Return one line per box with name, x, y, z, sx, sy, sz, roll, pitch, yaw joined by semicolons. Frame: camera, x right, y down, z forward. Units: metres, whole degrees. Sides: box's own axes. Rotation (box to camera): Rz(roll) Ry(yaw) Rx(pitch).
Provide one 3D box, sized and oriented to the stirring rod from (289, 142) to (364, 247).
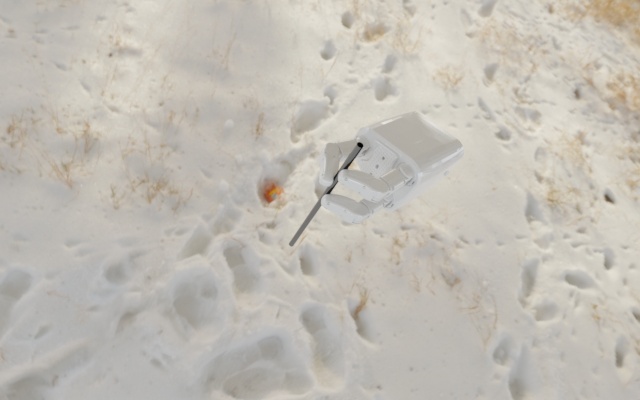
stirring rod;0.000;0.002;0.615;0.011;0.011;0.240;0;-31;-25
